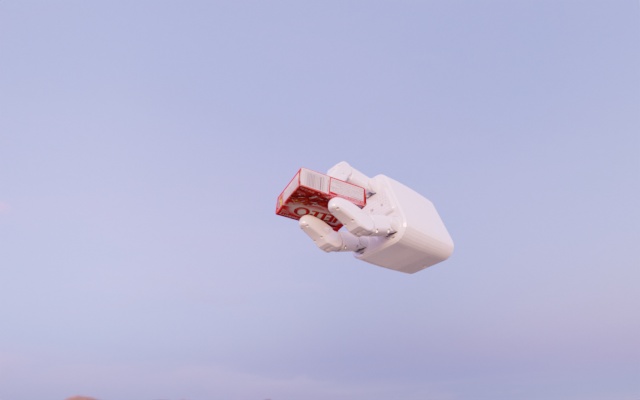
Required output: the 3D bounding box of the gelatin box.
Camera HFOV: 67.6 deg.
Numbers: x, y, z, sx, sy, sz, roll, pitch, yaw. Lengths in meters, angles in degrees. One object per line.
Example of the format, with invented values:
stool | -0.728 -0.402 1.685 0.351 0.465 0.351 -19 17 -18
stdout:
gelatin box | 0.000 0.001 0.580 0.089 0.030 0.073 18 -36 -21
